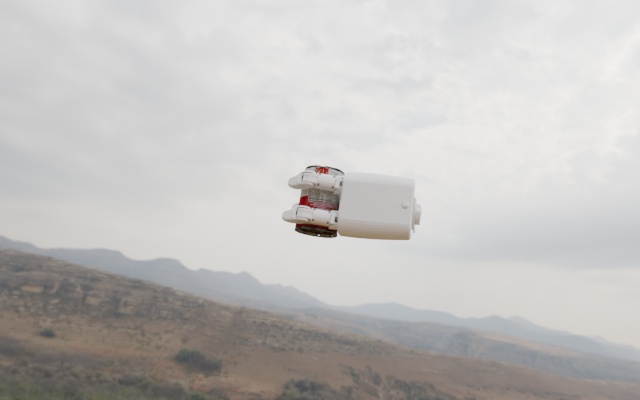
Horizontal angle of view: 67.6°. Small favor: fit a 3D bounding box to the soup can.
[{"bbox_3d":[0.000,0.002,0.755,0.068,0.102,0.068,8,-13,2],"label":"soup can"}]
